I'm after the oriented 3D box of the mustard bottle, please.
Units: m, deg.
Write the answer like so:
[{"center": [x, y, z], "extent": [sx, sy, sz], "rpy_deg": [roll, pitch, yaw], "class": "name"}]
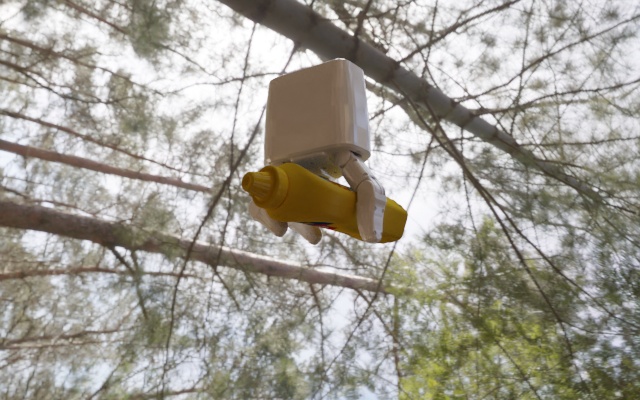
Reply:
[{"center": [0.000, 0.002, 0.494], "extent": [0.192, 0.058, 0.096], "rpy_deg": [17, -1, -44], "class": "mustard bottle"}]
